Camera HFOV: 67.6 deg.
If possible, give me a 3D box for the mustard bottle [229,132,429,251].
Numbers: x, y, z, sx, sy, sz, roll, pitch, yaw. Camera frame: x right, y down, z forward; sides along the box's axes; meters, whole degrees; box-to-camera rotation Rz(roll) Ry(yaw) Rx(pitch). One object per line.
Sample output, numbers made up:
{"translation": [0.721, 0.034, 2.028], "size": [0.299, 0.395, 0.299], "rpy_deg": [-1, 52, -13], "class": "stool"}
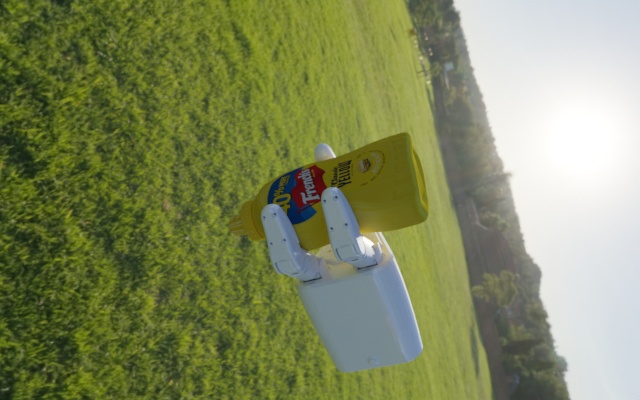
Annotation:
{"translation": [0.000, 0.001, 0.448], "size": [0.191, 0.096, 0.058], "rpy_deg": [-16, -48, 19], "class": "mustard bottle"}
